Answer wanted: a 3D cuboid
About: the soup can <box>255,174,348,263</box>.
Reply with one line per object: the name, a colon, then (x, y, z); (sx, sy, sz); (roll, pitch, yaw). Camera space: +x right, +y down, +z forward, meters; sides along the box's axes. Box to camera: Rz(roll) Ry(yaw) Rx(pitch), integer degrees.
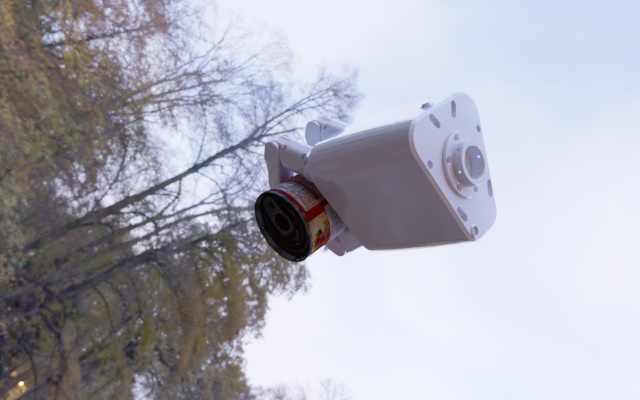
soup can: (0.000, 0.001, 0.437); (0.068, 0.068, 0.102); (0, 26, 47)
